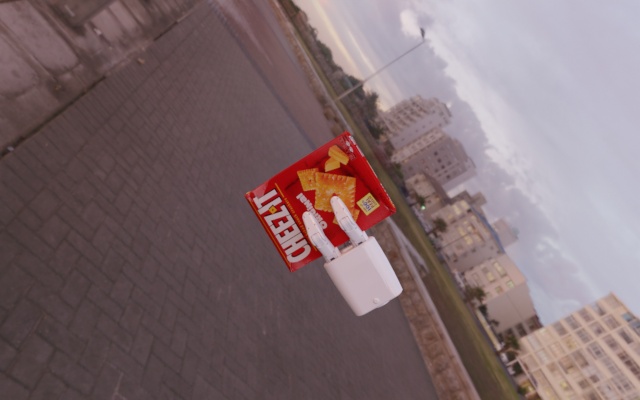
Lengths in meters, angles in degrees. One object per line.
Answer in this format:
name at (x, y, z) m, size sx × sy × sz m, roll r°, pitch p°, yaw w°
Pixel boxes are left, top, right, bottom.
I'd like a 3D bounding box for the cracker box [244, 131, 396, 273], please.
cracker box at (0.000, 0.003, 0.841) m, size 0.214 × 0.164 × 0.072 m, roll -31°, pitch 0°, yaw 9°
